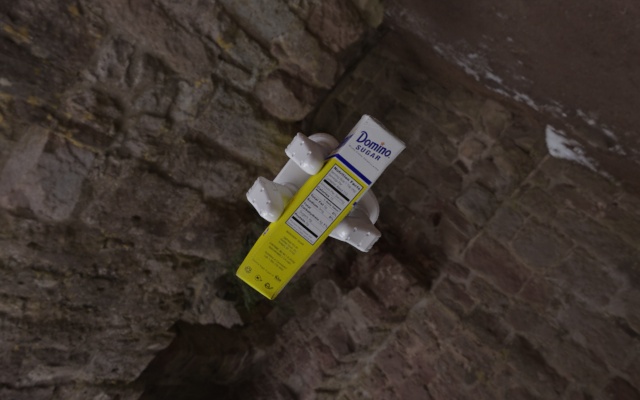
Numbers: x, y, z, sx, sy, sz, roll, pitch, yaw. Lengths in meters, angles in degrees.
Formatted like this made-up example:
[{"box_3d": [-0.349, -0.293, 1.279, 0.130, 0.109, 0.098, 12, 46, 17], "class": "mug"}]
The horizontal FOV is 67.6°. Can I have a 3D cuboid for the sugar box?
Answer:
[{"box_3d": [0.000, 0.001, 0.435, 0.048, 0.176, 0.093, 37, 9, -5], "class": "sugar box"}]
